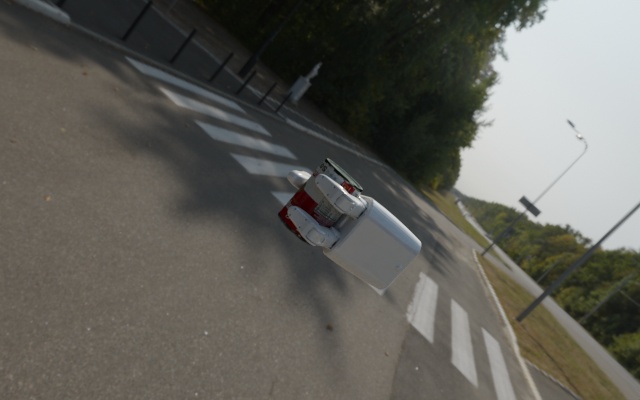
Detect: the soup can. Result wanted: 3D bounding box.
[{"bbox_3d":[0.000,0.002,0.649,0.068,0.102,0.068,40,9,-8],"label":"soup can"}]
